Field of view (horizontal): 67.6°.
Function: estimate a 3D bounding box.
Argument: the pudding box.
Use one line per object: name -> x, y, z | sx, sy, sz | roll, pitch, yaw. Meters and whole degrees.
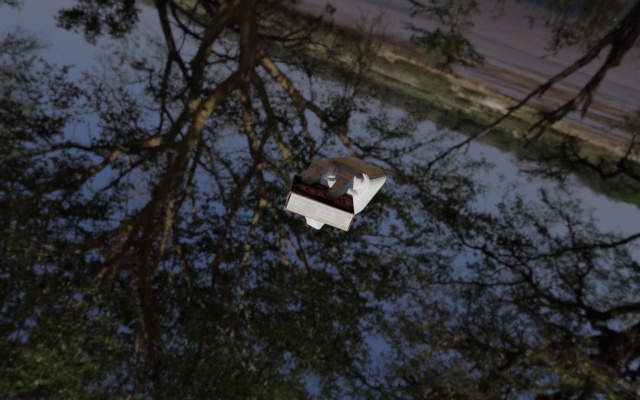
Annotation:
pudding box -> 0.000, 0.003, 0.800 | 0.113, 0.039, 0.090 | 18, 19, -5
